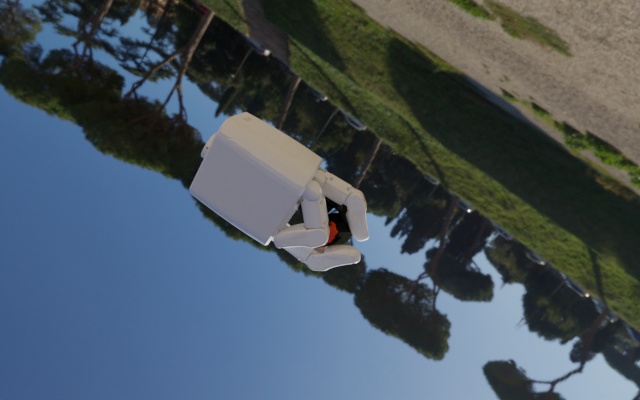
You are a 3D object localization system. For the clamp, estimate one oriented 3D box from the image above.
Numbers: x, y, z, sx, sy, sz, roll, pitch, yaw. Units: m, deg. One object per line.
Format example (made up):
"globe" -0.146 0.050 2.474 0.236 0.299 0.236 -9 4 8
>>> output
"clamp" 0.000 0.003 0.602 0.120 0.039 0.171 34 16 -3
